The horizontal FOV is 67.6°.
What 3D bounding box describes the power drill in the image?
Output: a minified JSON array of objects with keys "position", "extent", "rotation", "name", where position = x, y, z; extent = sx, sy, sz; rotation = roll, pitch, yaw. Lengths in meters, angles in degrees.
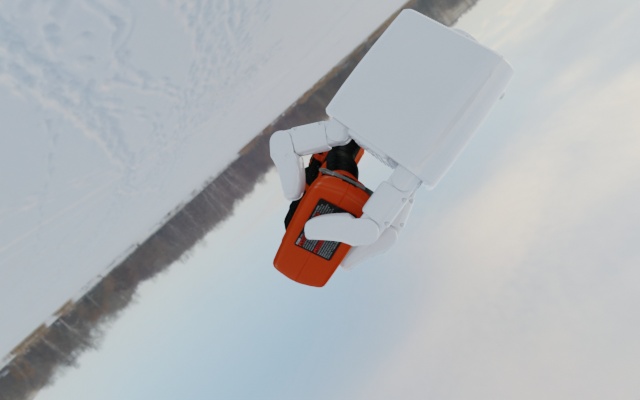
[{"position":[0.000,0.002,0.486],"extent":[0.057,0.184,0.187],"rotation":[23,27,-8],"name":"power drill"}]
